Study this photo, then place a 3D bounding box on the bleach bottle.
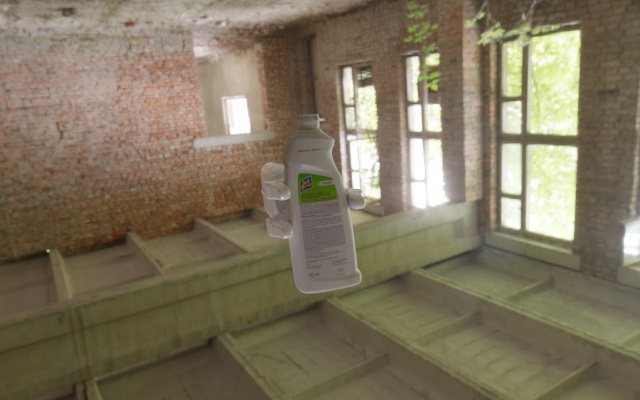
[{"bbox_3d":[0.000,0.002,0.688,0.102,0.251,0.068,-8,13,-16],"label":"bleach bottle"}]
